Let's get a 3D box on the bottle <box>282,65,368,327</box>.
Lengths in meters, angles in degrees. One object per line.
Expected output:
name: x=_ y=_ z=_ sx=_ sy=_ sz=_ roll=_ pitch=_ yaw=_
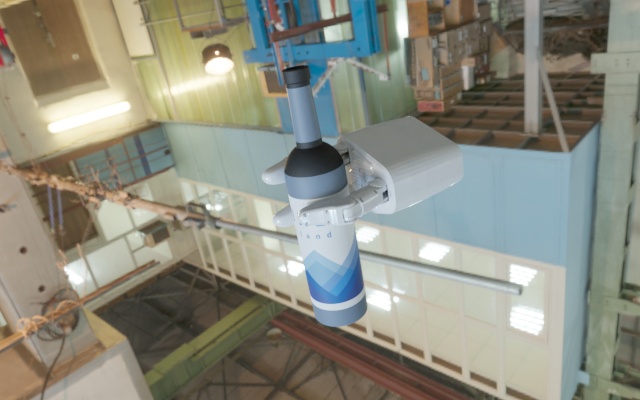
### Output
bottle: x=0.000 y=0.002 z=0.530 sx=0.069 sy=0.296 sz=0.069 roll=-9 pitch=24 yaw=4
